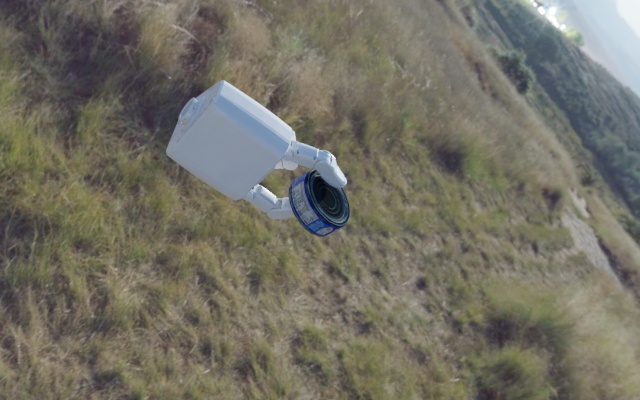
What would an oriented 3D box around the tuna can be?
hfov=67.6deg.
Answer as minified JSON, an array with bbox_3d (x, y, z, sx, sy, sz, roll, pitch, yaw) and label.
[{"bbox_3d":[0.001,0.002,0.624,0.034,0.086,0.086,-30,-17,32],"label":"tuna can"}]
